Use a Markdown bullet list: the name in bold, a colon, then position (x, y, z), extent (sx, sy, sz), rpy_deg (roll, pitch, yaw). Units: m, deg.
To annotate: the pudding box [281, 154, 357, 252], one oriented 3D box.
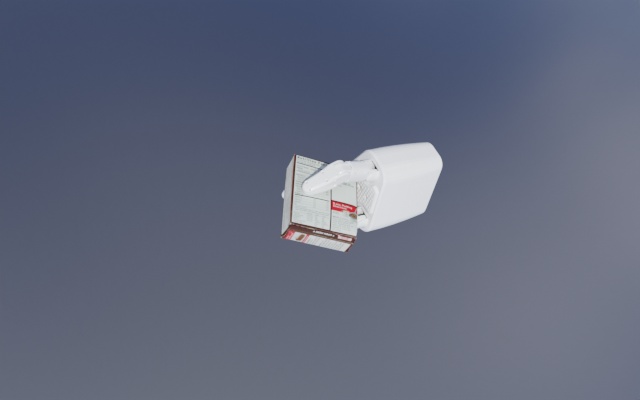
- **pudding box**: position (0.000, 0.002, 0.606), extent (0.090, 0.113, 0.039), rpy_deg (13, -39, -15)
